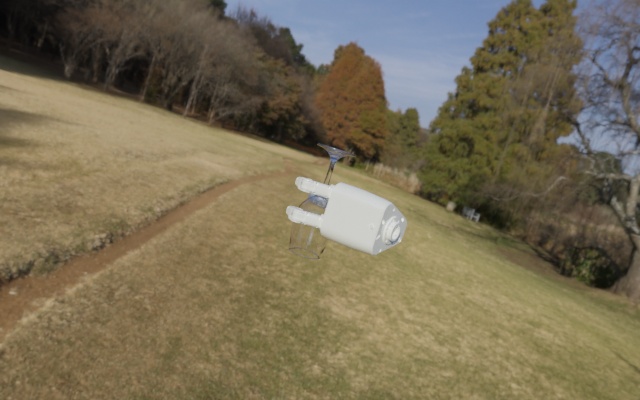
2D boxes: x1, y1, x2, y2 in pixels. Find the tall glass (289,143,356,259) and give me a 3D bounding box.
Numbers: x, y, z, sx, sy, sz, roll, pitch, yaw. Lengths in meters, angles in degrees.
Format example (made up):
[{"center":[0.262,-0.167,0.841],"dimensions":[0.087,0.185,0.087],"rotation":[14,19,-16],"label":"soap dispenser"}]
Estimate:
[{"center":[0.000,0.002,0.870],"dimensions":[0.079,0.201,0.079],"rotation":[18,5,-2],"label":"tall glass"}]
